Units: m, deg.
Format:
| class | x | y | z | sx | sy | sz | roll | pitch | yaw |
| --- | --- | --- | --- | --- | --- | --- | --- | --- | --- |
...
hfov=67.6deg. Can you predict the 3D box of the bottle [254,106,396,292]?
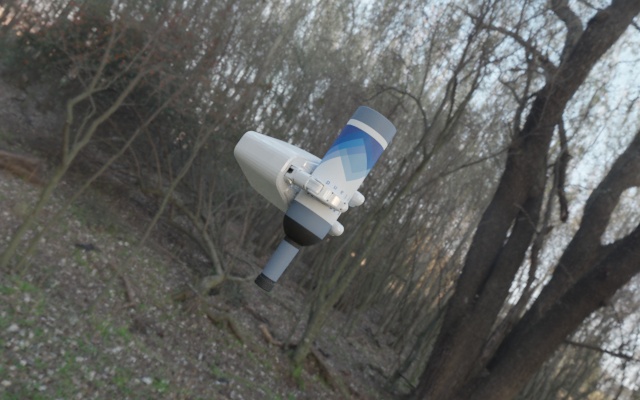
| class | x | y | z | sx | sy | sz | roll | pitch | yaw |
| --- | --- | --- | --- | --- | --- | --- | --- | --- | --- |
| bottle | 0.000 | 0.002 | 0.689 | 0.069 | 0.295 | 0.069 | 34 | -4 | 3 |
